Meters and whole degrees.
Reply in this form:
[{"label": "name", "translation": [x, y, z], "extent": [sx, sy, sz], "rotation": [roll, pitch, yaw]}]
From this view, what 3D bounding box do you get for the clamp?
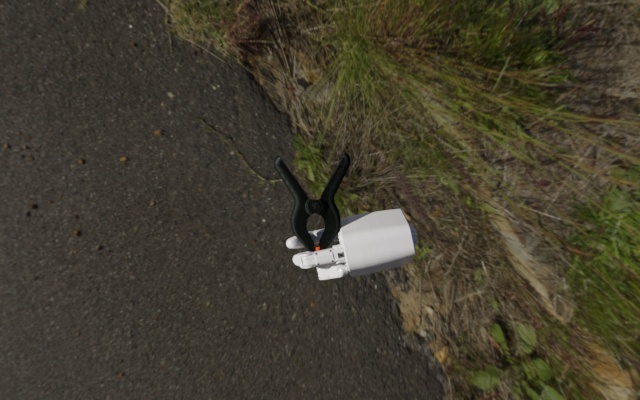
[{"label": "clamp", "translation": [0.000, 0.003, 0.754], "extent": [0.120, 0.171, 0.039], "rotation": [-12, 1, 3]}]
